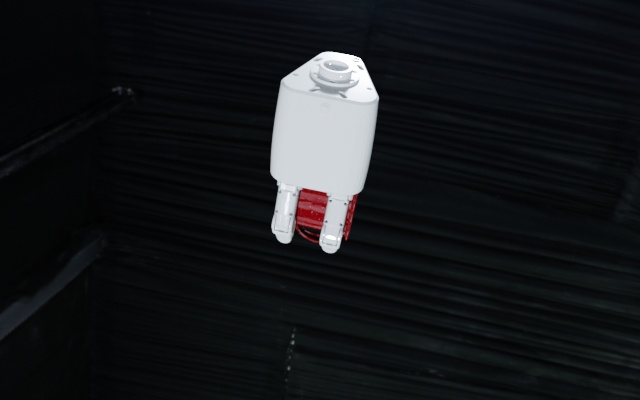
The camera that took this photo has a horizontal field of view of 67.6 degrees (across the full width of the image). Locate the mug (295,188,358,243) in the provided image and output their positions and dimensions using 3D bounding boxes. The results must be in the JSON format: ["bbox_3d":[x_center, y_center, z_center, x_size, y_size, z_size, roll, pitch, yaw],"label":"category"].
[{"bbox_3d":[0.000,0.003,0.569,0.081,0.117,0.093,13,38,3],"label":"mug"}]
